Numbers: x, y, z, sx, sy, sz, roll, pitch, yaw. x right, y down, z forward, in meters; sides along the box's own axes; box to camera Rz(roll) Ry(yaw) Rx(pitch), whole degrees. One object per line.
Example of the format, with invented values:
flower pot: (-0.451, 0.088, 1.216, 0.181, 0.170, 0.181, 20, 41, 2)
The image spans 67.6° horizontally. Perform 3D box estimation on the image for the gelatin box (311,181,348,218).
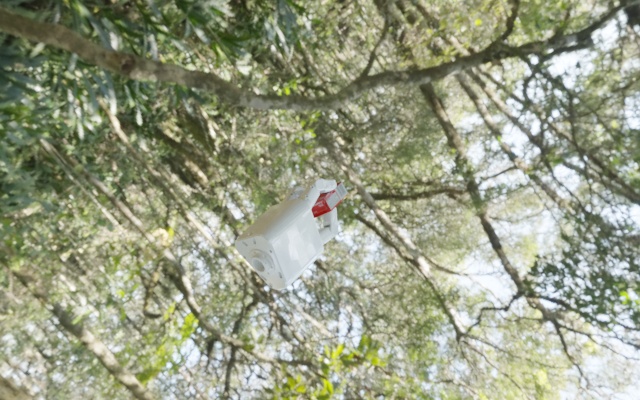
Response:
gelatin box: (0.001, 0.003, 0.879, 0.073, 0.030, 0.089, -22, 12, 32)
